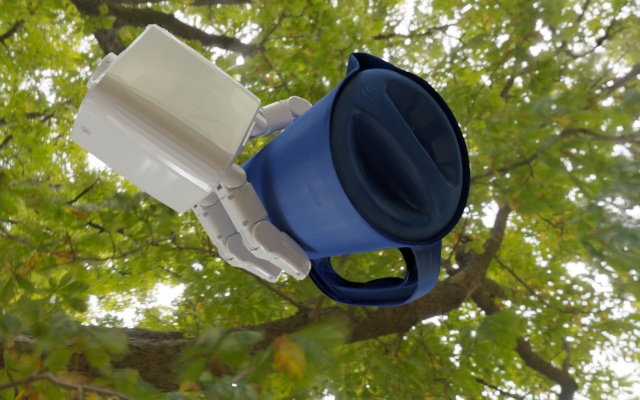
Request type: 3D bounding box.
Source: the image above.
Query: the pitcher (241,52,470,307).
[{"bbox_3d":[0.000,0.001,0.422,0.145,0.149,0.243,35,-30,-21],"label":"pitcher"}]
